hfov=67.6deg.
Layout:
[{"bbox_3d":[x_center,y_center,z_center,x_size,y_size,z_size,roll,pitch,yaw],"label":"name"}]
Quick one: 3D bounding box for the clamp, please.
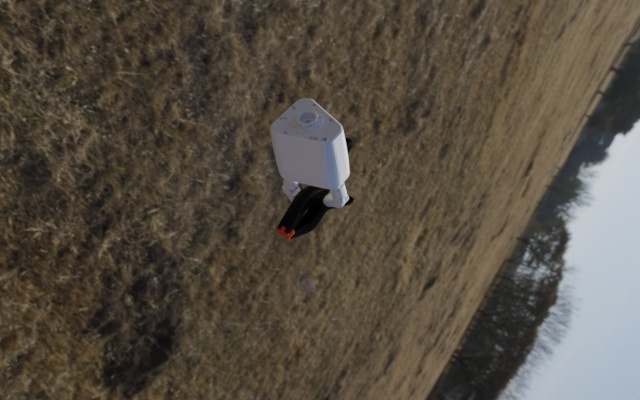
[{"bbox_3d":[0.000,0.003,0.890,0.036,0.210,0.165,27,-29,29],"label":"clamp"}]
